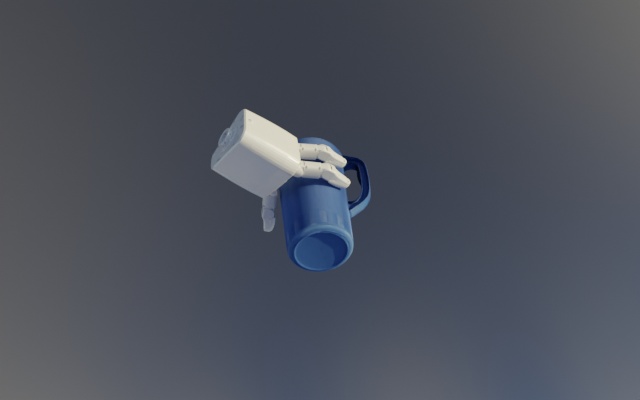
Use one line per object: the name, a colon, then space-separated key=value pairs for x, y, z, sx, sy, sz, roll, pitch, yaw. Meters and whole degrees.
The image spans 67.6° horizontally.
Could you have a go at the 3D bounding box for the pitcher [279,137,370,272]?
pitcher: x=0.000 y=0.003 z=0.849 sx=0.145 sy=0.149 sz=0.242 roll=28 pitch=31 yaw=-27
